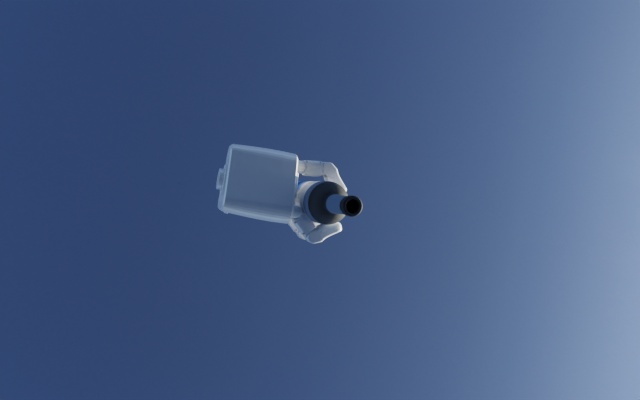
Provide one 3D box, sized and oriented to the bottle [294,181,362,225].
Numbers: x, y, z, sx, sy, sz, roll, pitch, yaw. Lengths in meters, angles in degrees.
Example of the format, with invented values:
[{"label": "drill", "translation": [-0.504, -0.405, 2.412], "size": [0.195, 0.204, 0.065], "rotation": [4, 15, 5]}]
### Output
[{"label": "bottle", "translation": [0.000, 0.002, 0.757], "size": [0.069, 0.069, 0.295], "rotation": [0, 2, -16]}]
